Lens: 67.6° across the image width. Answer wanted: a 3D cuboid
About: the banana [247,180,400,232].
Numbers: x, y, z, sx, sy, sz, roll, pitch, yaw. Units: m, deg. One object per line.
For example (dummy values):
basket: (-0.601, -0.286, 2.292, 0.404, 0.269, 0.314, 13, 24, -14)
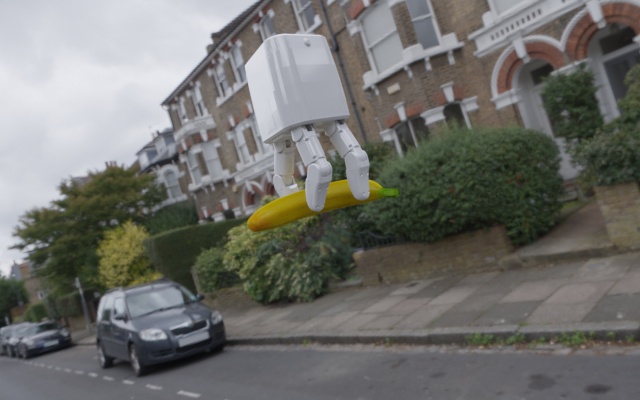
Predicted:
banana: (-0.003, 0.001, 0.606, 0.198, 0.037, 0.069, -15, 5, -18)
